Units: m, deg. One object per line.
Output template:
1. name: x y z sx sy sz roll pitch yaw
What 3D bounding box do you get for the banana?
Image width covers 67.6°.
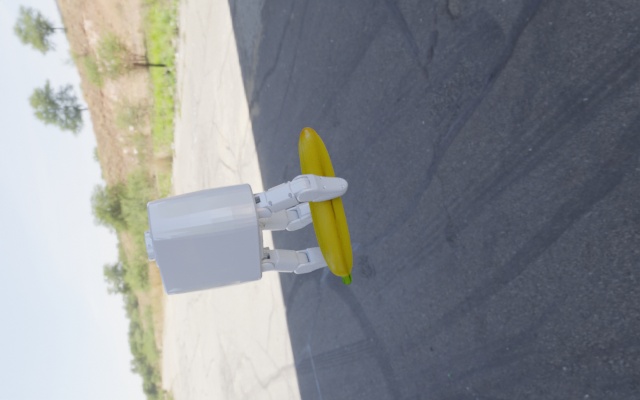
1. banana: 0.003 0.002 0.551 0.037 0.197 0.069 -12 -7 -9
